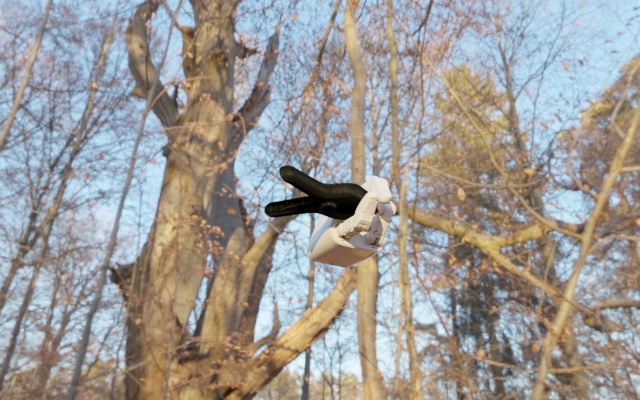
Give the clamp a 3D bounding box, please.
[{"bbox_3d":[0.000,0.002,0.715,0.171,0.039,0.120,15,-29,-21],"label":"clamp"}]
